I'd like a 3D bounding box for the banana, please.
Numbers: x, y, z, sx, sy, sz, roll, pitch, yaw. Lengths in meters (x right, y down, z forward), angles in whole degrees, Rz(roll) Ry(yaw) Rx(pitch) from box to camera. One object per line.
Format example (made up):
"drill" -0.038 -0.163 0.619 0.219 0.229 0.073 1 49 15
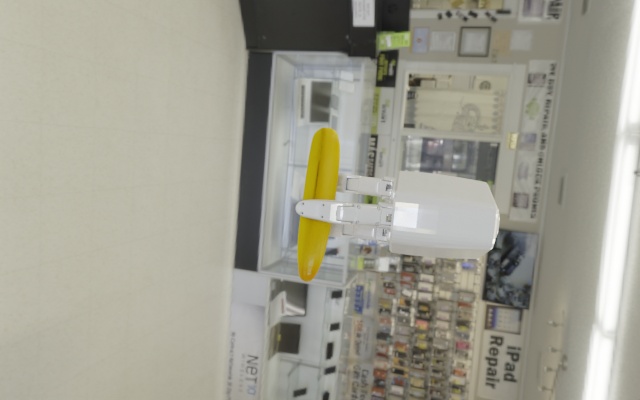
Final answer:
"banana" 0.000 -0.008 0.551 0.037 0.197 0.070 6 -21 4
